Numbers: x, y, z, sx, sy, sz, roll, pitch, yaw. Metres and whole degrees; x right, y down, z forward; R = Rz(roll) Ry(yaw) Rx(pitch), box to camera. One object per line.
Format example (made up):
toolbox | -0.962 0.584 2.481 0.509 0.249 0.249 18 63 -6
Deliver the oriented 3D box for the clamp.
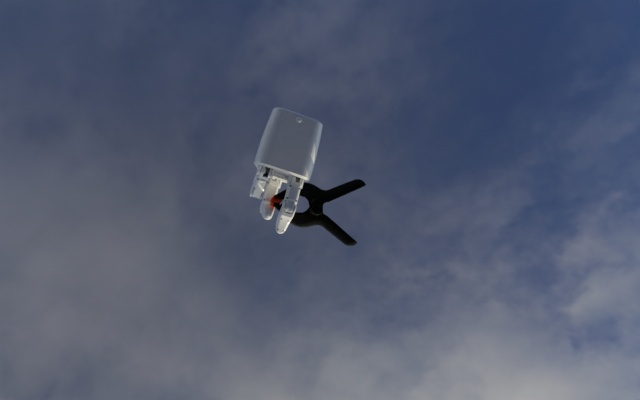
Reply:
clamp | 0.000 0.003 0.850 0.171 0.120 0.039 18 -9 -13
